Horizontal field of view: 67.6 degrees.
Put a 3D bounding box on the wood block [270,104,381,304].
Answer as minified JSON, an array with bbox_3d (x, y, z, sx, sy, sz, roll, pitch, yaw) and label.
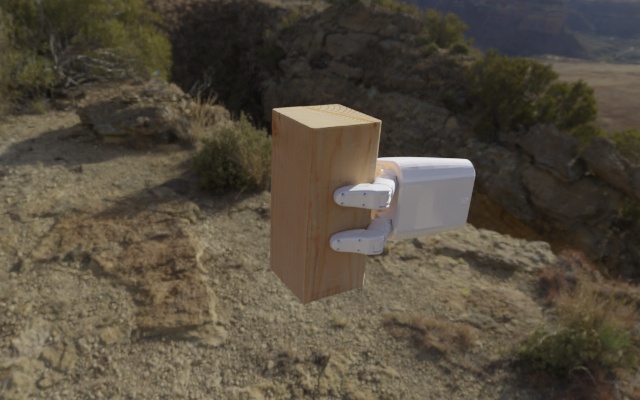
[{"bbox_3d":[0.000,0.002,0.557,0.090,0.206,0.090,-11,27,-30],"label":"wood block"}]
